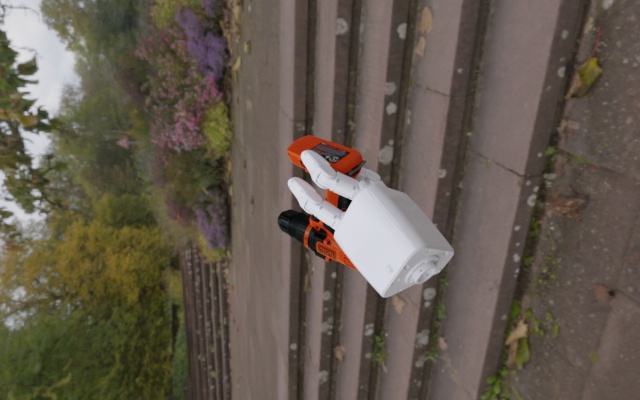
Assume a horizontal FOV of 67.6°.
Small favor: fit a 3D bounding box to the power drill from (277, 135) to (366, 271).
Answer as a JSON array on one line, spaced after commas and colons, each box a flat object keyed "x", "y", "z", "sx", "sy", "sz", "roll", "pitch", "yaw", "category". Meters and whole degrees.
[{"x": 0.000, "y": 0.002, "z": 0.702, "sx": 0.184, "sy": 0.188, "sz": 0.057, "roll": 21, "pitch": 45, "yaw": 32, "category": "power drill"}]
